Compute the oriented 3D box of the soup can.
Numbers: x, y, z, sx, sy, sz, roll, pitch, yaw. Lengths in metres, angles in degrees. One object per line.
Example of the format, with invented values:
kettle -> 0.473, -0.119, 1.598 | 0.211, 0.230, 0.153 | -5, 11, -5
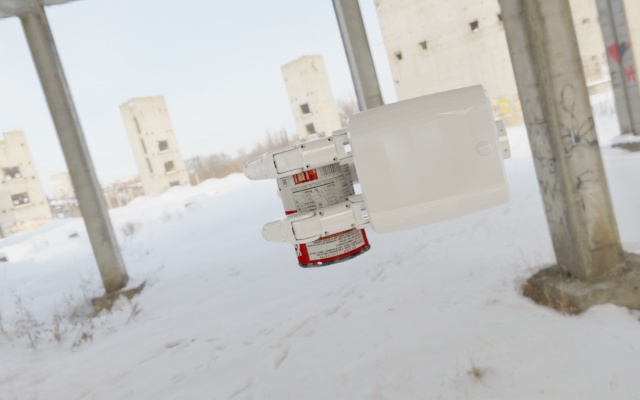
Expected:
soup can -> 0.000, 0.001, 0.428 | 0.068, 0.102, 0.068 | -15, 6, 1
